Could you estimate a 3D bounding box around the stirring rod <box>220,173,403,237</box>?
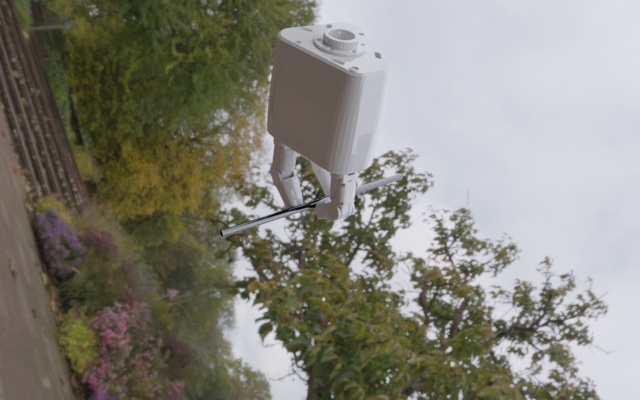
[{"bbox_3d":[0.000,0.002,0.543,0.239,0.011,0.011,-18,9,-28],"label":"stirring rod"}]
